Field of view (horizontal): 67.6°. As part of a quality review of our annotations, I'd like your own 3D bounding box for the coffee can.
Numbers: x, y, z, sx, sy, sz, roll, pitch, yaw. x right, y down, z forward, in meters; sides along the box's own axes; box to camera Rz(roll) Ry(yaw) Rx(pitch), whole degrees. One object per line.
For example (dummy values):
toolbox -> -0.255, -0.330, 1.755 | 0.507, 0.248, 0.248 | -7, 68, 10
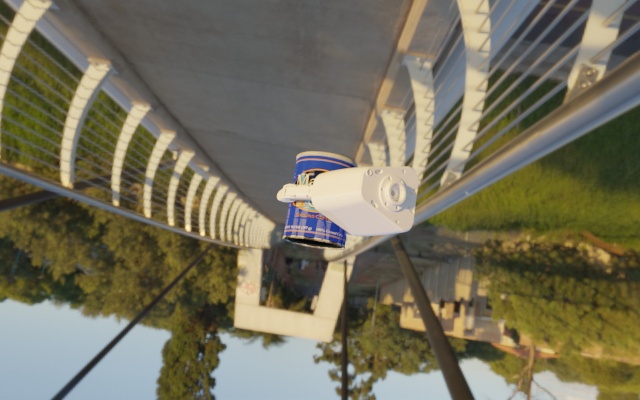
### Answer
coffee can -> 0.000, 0.002, 0.780 | 0.103, 0.140, 0.103 | 9, -12, 2
